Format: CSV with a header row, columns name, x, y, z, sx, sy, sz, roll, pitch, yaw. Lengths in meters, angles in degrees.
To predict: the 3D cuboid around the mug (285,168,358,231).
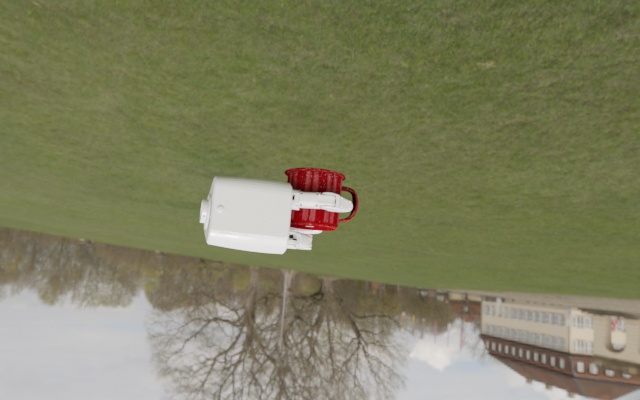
name,x,y,z,sx,sy,sz,roll,pitch,yaw
mug,0.001,0.003,0.719,0.117,0.081,0.093,7,-9,-16
